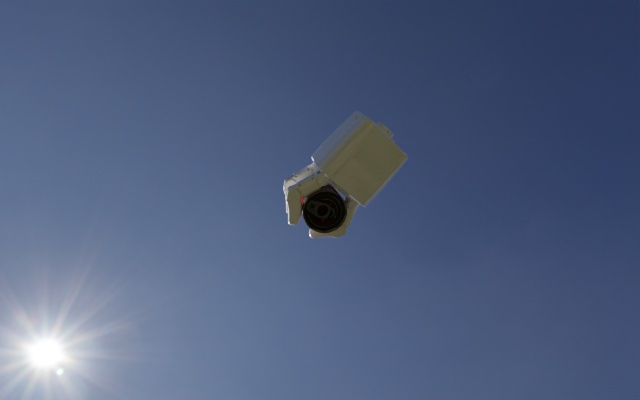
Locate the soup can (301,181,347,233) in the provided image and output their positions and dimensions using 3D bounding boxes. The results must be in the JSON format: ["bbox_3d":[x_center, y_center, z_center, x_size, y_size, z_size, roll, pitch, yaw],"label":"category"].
[{"bbox_3d":[0.000,0.003,0.766,0.068,0.068,0.102,0,18,-8],"label":"soup can"}]
